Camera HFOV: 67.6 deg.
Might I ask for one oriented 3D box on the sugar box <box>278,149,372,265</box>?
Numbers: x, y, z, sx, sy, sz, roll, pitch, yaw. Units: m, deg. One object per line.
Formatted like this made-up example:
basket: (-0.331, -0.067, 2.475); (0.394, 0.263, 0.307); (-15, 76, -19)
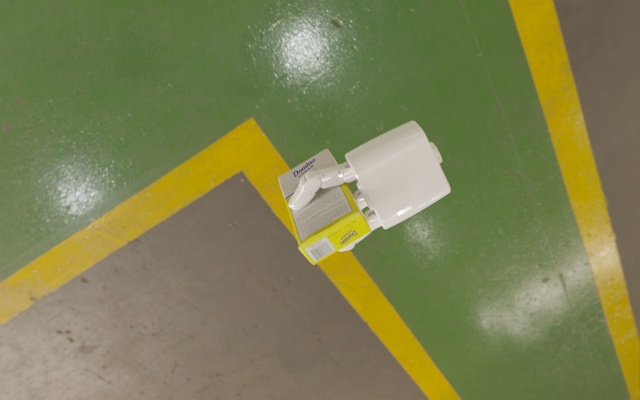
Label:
sugar box: (0.001, 0.003, 0.680); (0.093, 0.048, 0.176); (-30, 33, 7)
